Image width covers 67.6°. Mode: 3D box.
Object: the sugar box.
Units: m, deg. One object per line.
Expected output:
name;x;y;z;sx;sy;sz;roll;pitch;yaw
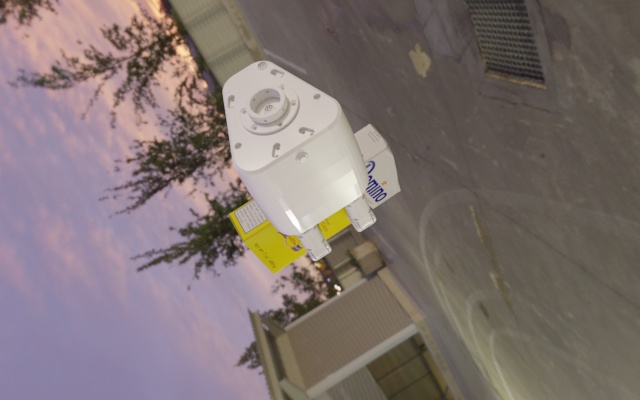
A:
sugar box;0.000;0.002;0.517;0.176;0.048;0.093;-31;-33;-2
